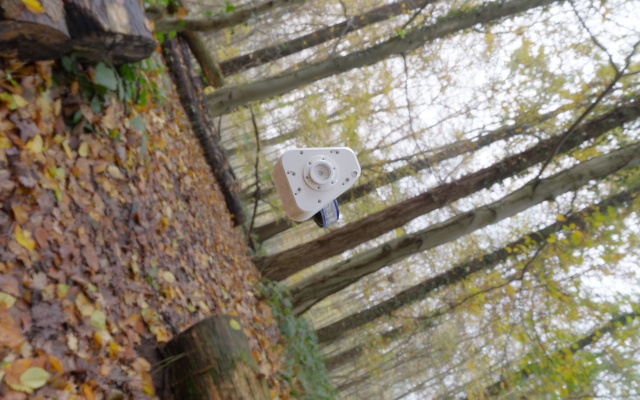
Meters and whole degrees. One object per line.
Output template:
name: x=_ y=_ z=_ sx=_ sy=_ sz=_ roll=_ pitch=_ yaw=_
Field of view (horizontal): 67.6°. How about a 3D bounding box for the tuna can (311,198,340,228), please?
tuna can: x=0.001 y=0.003 z=0.834 sx=0.034 sy=0.086 sz=0.086 roll=-22 pitch=6 yaw=-14
